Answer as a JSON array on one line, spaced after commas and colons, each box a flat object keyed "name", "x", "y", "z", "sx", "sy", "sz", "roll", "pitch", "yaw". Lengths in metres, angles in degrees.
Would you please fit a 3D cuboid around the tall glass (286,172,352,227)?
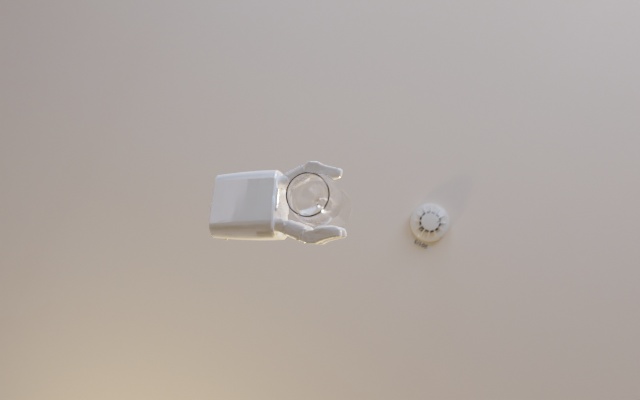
[{"name": "tall glass", "x": 0.000, "y": 0.002, "z": 0.746, "sx": 0.079, "sy": 0.079, "sz": 0.201, "roll": 0, "pitch": -6, "yaw": 10}]
